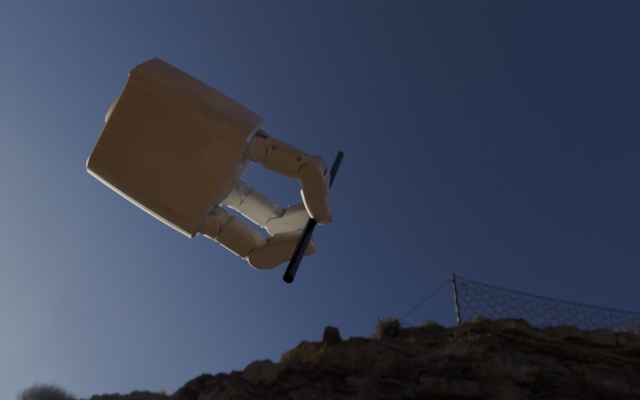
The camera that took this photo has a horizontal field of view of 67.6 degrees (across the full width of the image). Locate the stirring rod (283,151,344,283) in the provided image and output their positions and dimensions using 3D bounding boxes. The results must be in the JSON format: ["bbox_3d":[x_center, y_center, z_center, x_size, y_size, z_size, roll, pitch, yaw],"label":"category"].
[{"bbox_3d":[0.000,0.001,0.445,0.011,0.011,0.239,0,27,12],"label":"stirring rod"}]
